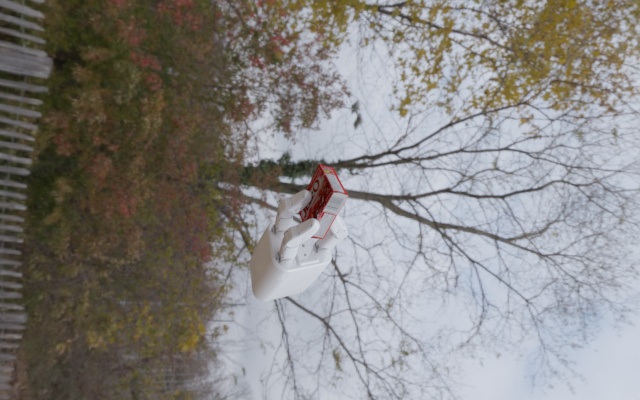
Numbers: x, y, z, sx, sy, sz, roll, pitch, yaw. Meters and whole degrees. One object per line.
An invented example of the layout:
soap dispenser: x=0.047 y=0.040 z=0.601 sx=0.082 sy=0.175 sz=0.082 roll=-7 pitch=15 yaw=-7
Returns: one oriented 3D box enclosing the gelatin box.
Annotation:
gelatin box: x=0.001 y=0.002 z=0.724 sx=0.030 sy=0.089 sz=0.073 roll=13 pitch=32 yaw=-28
